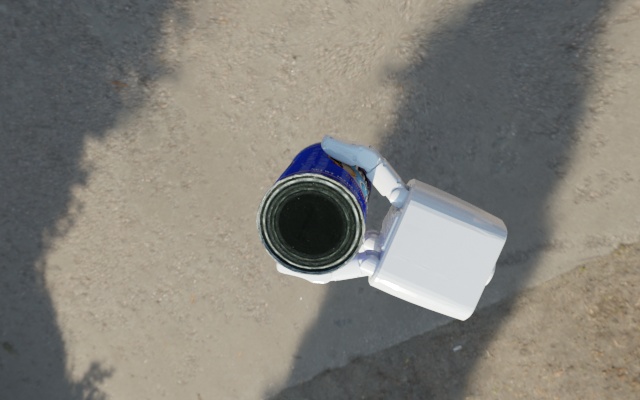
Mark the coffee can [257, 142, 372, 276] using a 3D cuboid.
[{"bbox_3d":[0.000,0.001,0.506,0.103,0.103,0.140,0,19,9],"label":"coffee can"}]
